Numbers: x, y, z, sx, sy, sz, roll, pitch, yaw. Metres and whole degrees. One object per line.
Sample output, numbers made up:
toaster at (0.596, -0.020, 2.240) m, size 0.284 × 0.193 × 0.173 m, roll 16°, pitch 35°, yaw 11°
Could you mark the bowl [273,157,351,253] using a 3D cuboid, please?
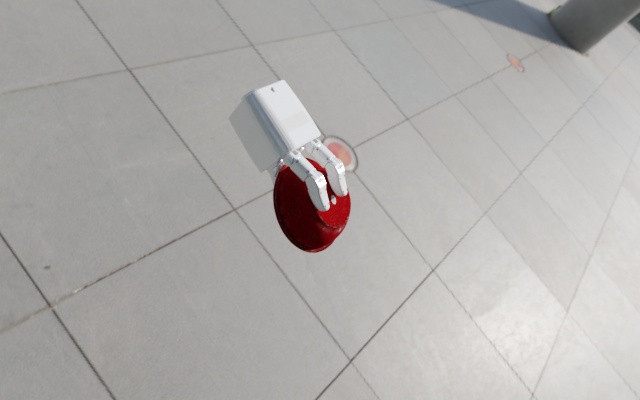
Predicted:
bowl at (0.001, 0.003, 0.779) m, size 0.055 × 0.162 × 0.162 m, roll -13°, pitch -9°, yaw 41°
